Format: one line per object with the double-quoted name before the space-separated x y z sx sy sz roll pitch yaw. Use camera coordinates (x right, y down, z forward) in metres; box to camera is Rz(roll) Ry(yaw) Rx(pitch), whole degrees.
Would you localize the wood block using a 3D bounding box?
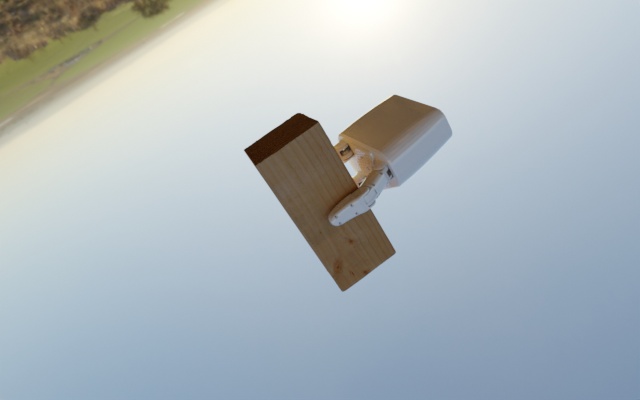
"wood block" 0.001 0.002 0.614 0.090 0.206 0.090 -35 24 -5
